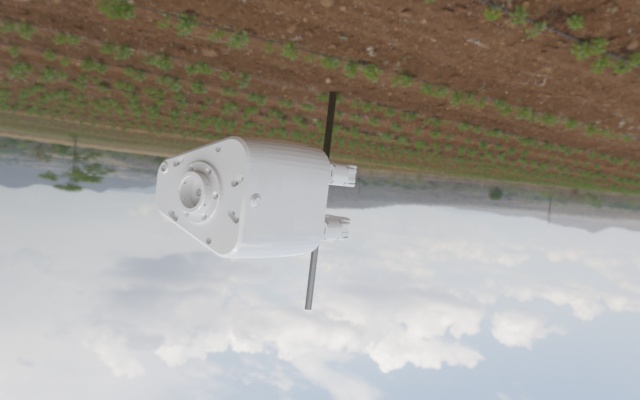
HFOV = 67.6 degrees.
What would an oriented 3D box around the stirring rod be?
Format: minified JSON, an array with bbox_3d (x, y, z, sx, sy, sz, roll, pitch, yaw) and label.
[{"bbox_3d":[0.000,0.002,0.525,0.011,0.239,0.011,7,3,0],"label":"stirring rod"}]
